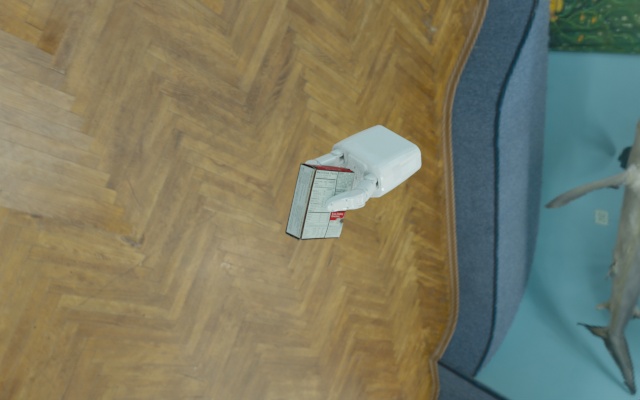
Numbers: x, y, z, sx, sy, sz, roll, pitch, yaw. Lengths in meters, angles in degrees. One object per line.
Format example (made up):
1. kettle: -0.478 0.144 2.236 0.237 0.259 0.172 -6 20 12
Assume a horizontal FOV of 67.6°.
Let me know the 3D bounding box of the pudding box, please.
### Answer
1. pudding box: 0.000 0.002 0.726 0.090 0.113 0.039 2 13 -45
